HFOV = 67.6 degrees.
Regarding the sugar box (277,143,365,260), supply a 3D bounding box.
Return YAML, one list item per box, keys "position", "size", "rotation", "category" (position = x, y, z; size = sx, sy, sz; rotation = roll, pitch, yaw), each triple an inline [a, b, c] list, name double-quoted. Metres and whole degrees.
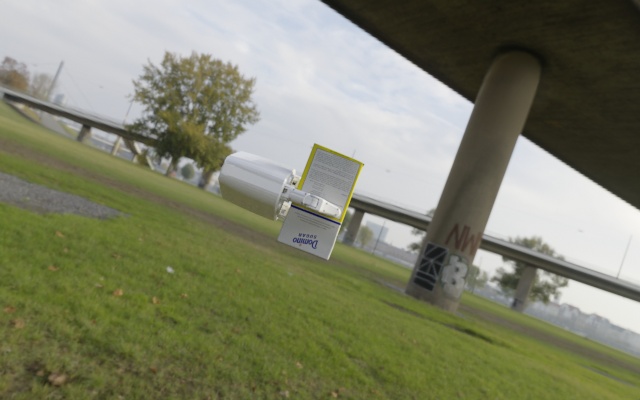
- position: [0.000, 0.003, 0.807]
  size: [0.093, 0.176, 0.048]
  rotation: [22, -3, -1]
  category: "sugar box"
